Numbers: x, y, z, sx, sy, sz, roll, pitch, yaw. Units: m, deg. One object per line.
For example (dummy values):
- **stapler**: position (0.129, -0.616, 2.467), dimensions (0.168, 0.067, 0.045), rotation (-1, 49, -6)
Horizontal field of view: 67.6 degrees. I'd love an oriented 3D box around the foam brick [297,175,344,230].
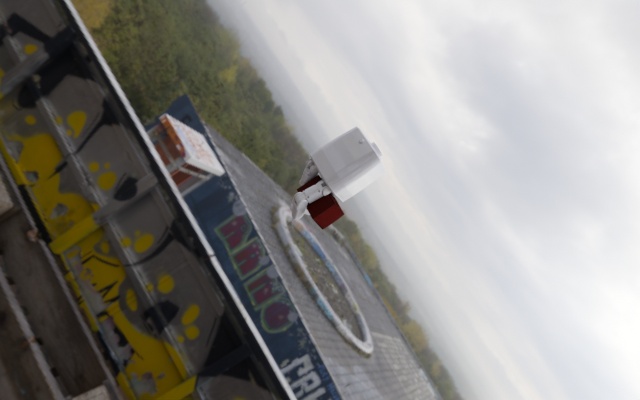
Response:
- **foam brick**: position (0.000, 0.003, 0.894), dimensions (0.051, 0.078, 0.053), rotation (-33, -33, 6)
